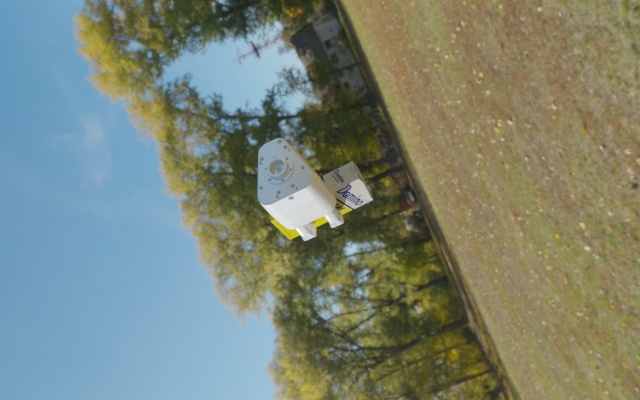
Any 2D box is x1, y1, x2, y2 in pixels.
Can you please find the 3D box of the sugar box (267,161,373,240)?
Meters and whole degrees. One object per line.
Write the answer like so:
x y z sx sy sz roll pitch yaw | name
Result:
0.000 0.003 0.865 0.176 0.048 0.093 -24 -32 10 | sugar box
